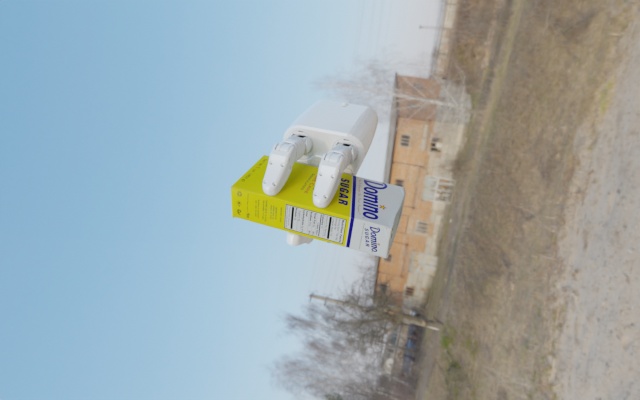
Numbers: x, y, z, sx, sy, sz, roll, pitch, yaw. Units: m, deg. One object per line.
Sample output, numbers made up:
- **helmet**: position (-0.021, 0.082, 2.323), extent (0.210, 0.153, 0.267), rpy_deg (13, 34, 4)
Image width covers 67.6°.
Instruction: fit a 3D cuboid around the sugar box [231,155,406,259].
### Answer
- **sugar box**: position (0.000, 0.001, 0.527), extent (0.176, 0.048, 0.093), rpy_deg (11, 31, 13)
